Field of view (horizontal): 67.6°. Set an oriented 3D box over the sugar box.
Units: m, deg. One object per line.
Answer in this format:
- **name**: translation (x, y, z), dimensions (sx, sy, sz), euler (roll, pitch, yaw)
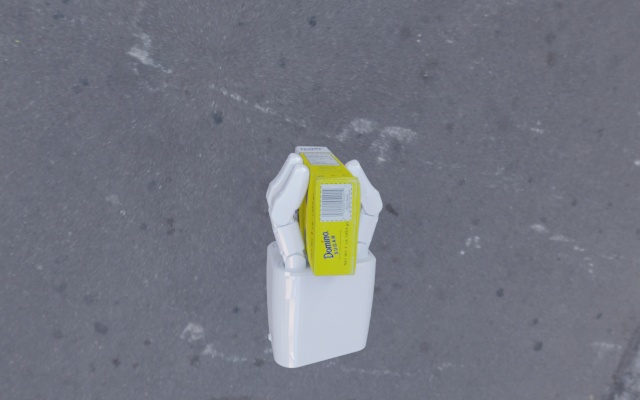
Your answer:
- **sugar box**: translation (0.000, 0.002, 0.503), dimensions (0.048, 0.093, 0.176), euler (-1, 15, -12)
